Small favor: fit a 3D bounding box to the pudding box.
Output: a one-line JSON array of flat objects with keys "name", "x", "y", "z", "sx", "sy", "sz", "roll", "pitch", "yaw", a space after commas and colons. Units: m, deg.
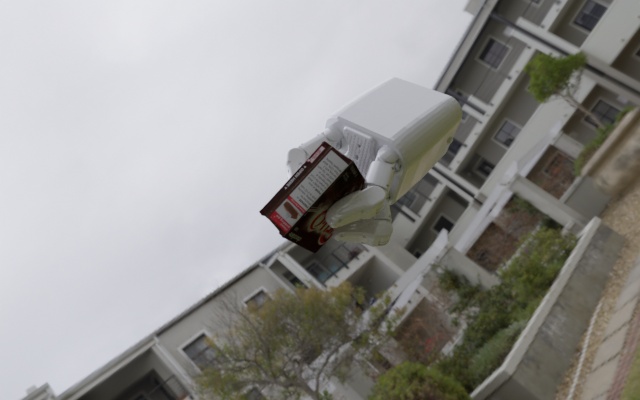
[{"name": "pudding box", "x": 0.000, "y": 0.001, "z": 0.460, "sx": 0.039, "sy": 0.090, "sz": 0.113, "roll": 42, "pitch": 0, "yaw": 21}]
